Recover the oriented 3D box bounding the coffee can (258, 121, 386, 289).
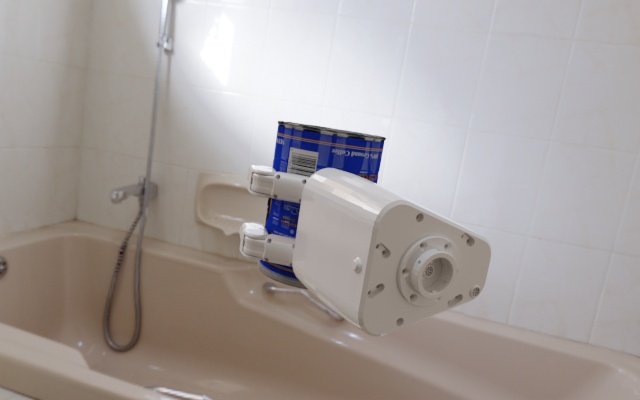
[{"bbox_3d":[0.000,0.002,0.455,0.103,0.140,0.103,9,10,-1],"label":"coffee can"}]
